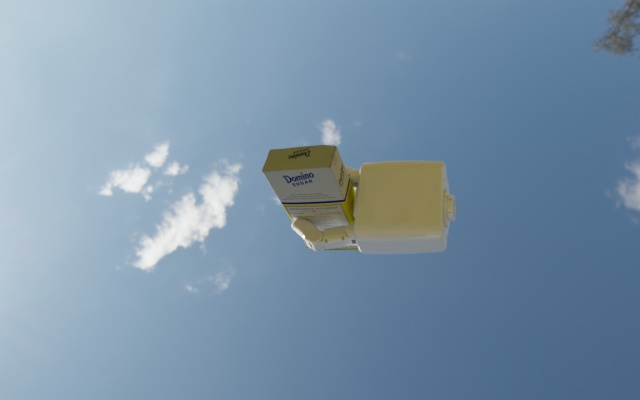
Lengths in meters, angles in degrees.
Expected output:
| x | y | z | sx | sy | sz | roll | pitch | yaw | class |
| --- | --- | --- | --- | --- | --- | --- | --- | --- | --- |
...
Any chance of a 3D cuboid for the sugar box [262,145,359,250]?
| x | y | z | sx | sy | sz | roll | pitch | yaw | class |
| --- | --- | --- | --- | --- | --- | --- | --- | --- | --- |
| 0.000 | 0.002 | 0.638 | 0.093 | 0.048 | 0.176 | -2 | -41 | 21 | sugar box |
